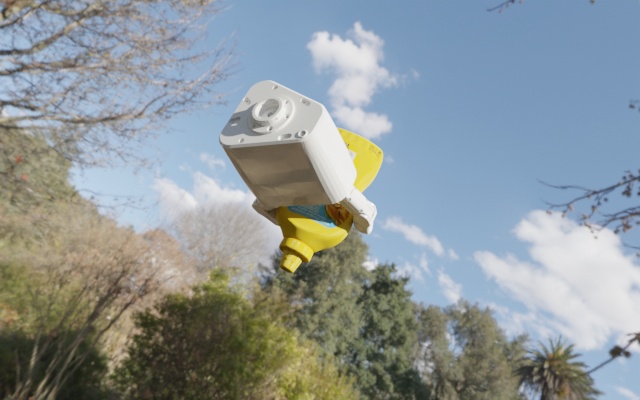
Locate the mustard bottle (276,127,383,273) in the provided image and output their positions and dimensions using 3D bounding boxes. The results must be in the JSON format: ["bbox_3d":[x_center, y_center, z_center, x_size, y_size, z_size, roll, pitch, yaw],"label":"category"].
[{"bbox_3d":[0.000,0.002,0.593,0.096,0.191,0.058,24,-23,7],"label":"mustard bottle"}]
